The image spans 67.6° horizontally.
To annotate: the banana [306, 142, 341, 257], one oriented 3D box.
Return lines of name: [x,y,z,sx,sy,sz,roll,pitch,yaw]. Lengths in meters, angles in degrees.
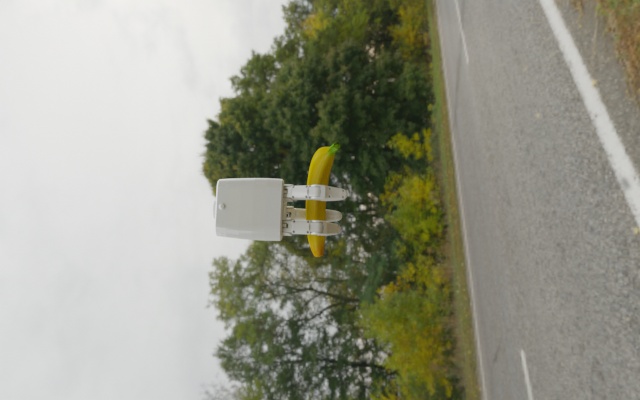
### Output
banana: [-0.003,-0.006,0.806,0.037,0.198,0.069,3,16,-13]
